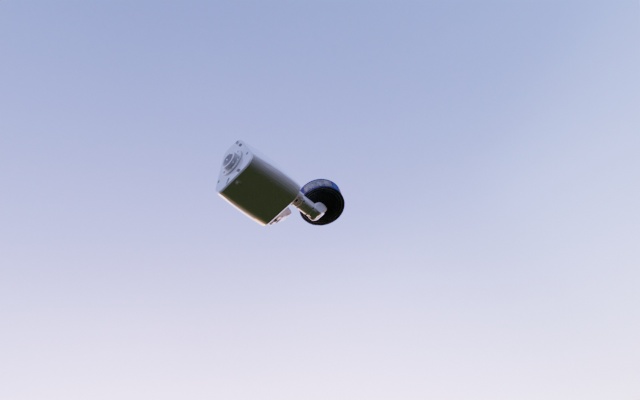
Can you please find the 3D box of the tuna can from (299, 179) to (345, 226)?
[{"bbox_3d":[0.000,0.003,0.890,0.086,0.086,0.033,0,33,-12],"label":"tuna can"}]
